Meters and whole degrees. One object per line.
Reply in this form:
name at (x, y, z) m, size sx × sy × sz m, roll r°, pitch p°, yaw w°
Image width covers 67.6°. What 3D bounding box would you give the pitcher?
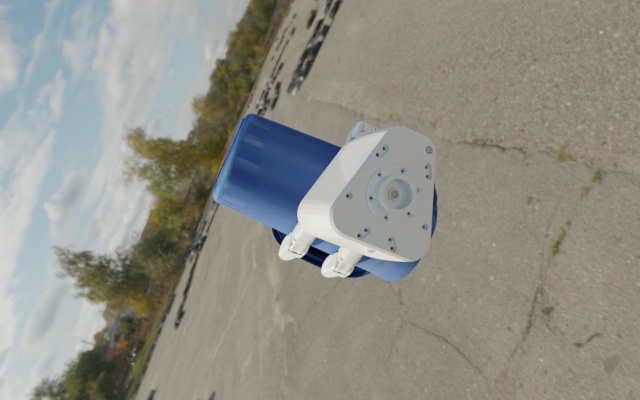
pitcher at (0.000, 0.002, 0.566) m, size 0.243 × 0.149 × 0.145 m, roll 23°, pitch -6°, yaw -13°
